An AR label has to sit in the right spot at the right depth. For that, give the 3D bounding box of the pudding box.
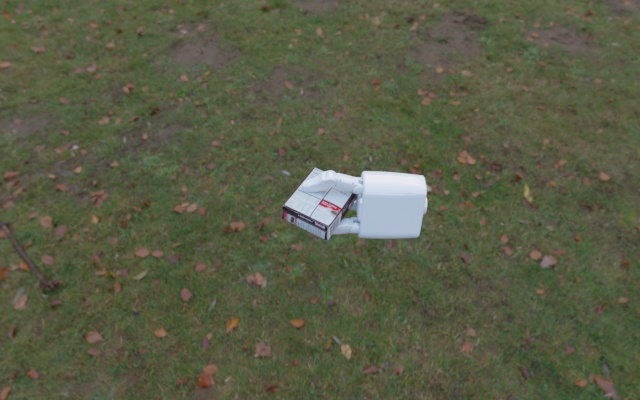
[{"bbox_3d":[0.000,0.003,0.813,0.090,0.039,0.113,25,49,16],"label":"pudding box"}]
